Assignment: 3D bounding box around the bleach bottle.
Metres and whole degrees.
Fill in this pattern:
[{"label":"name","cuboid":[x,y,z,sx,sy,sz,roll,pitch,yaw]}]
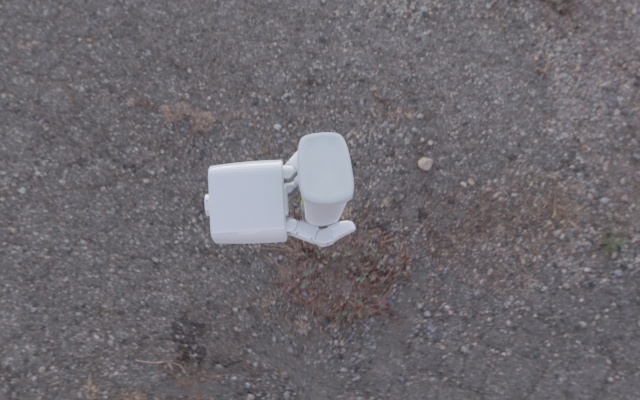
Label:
[{"label":"bleach bottle","cuboid":[0.000,0.002,0.703,0.068,0.102,0.251,-4,-22,-4]}]
